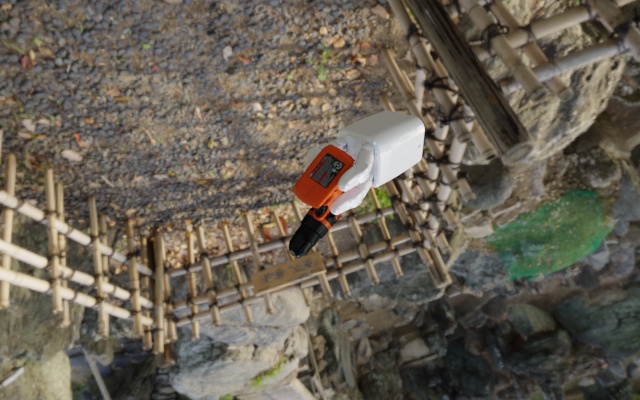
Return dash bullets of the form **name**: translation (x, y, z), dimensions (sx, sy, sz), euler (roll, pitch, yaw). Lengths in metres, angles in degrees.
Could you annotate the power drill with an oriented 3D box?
- **power drill**: translation (0.000, 0.002, 0.802), dimensions (0.057, 0.184, 0.188), euler (33, -14, 12)
